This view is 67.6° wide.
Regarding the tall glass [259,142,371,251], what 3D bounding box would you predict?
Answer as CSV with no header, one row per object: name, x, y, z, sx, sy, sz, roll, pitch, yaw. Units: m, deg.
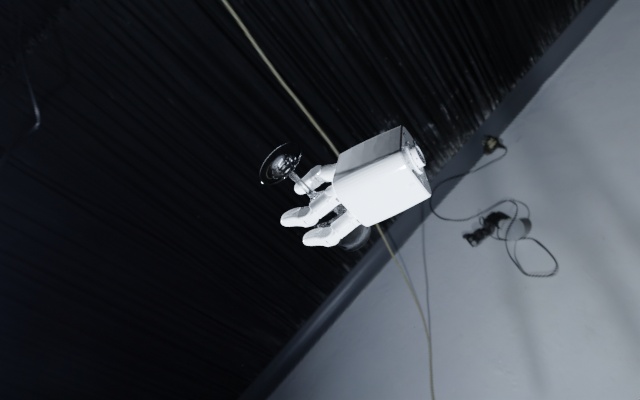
tall glass,0.000,0.002,0.729,0.079,0.079,0.201,0,-34,43
